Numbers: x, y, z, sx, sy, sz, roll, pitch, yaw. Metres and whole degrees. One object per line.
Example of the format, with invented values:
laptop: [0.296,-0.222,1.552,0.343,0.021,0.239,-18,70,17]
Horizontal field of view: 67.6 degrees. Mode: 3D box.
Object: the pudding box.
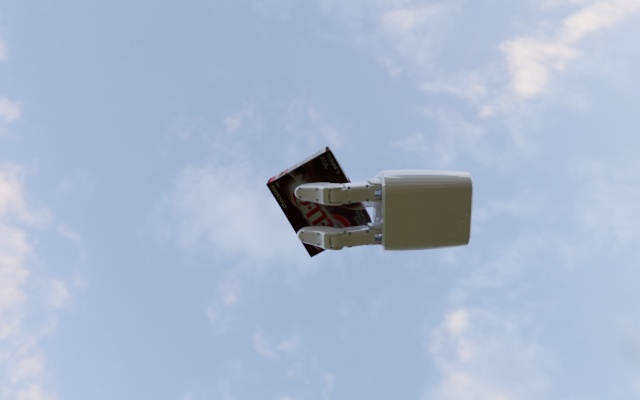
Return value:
pudding box: [0.000,0.002,0.595,0.090,0.113,0.039,-29,12,8]
